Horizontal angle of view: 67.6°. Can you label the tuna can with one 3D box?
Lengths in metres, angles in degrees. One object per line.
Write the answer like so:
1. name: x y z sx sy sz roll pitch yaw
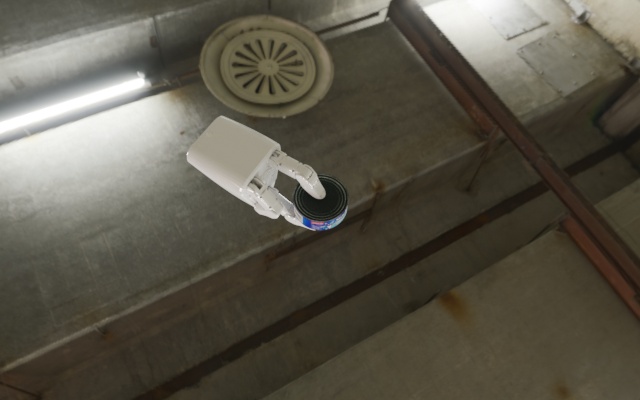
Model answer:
1. tuna can: 0.000 0.003 0.736 0.086 0.086 0.034 0 -31 -2
